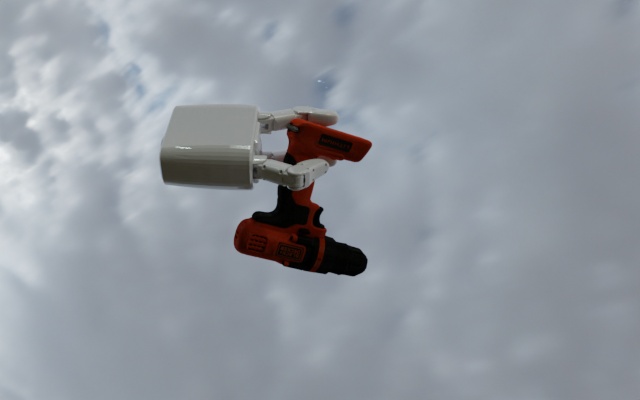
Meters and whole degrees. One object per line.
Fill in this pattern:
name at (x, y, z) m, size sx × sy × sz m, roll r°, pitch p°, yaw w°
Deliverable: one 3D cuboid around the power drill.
power drill at (0.000, 0.001, 0.610) m, size 0.184 × 0.187 × 0.057 m, roll 15°, pitch 8°, yaw -22°
